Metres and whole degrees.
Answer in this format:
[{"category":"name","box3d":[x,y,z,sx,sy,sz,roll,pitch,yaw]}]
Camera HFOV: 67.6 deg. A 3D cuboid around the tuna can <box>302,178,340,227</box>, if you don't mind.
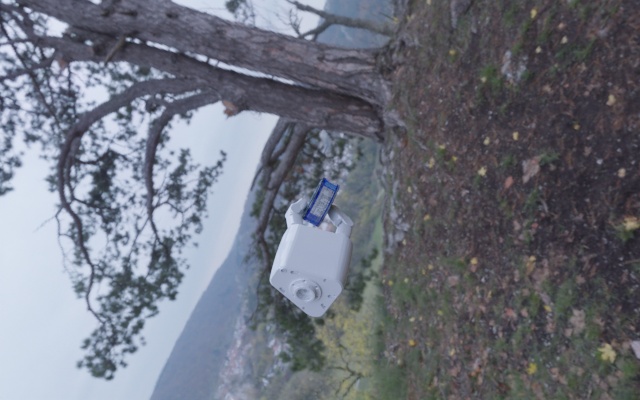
[{"category":"tuna can","box3d":[0.000,0.002,0.851,0.034,0.086,0.086,27,-2,-4]}]
